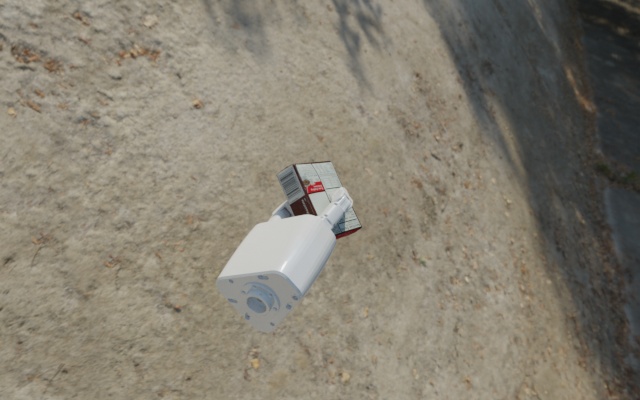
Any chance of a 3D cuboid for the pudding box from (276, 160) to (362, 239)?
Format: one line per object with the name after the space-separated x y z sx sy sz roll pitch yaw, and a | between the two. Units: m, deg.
0.000 0.002 0.661 0.039 0.113 0.090 -30 -11 35 | pudding box
